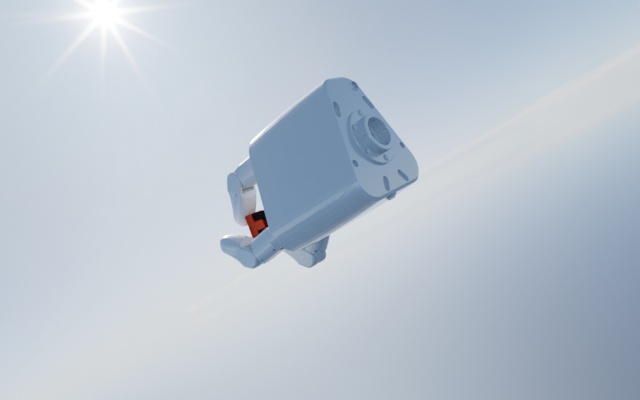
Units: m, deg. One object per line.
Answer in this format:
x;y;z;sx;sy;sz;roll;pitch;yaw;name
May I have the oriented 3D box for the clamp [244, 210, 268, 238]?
0.000;0.001;0.519;0.120;0.039;0.171;-32;-6;41;clamp
